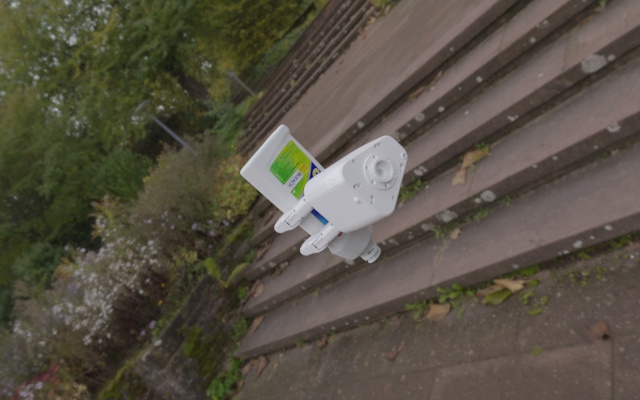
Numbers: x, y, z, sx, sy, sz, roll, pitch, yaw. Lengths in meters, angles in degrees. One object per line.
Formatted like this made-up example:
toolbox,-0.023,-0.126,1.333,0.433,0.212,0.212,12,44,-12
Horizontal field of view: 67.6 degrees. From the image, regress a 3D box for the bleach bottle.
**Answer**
bleach bottle,0.000,0.003,0.752,0.251,0.102,0.068,41,-28,-11
